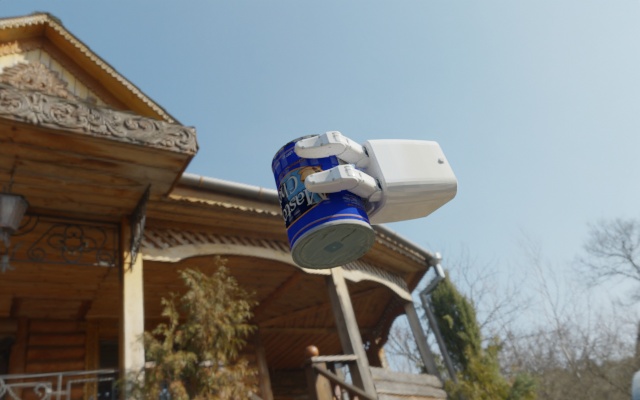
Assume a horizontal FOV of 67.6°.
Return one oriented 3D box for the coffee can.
[{"bbox_3d":[0.000,0.002,0.606,0.103,0.140,0.103,-11,-34,-8],"label":"coffee can"}]
